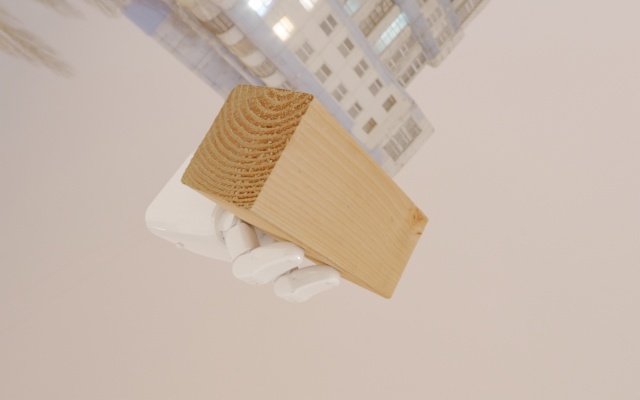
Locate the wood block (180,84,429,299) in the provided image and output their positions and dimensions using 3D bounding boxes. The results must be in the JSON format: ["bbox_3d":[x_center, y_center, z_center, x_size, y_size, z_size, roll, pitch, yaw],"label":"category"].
[{"bbox_3d":[0.000,0.001,0.409,0.090,0.091,0.206,19,-13,41],"label":"wood block"}]
